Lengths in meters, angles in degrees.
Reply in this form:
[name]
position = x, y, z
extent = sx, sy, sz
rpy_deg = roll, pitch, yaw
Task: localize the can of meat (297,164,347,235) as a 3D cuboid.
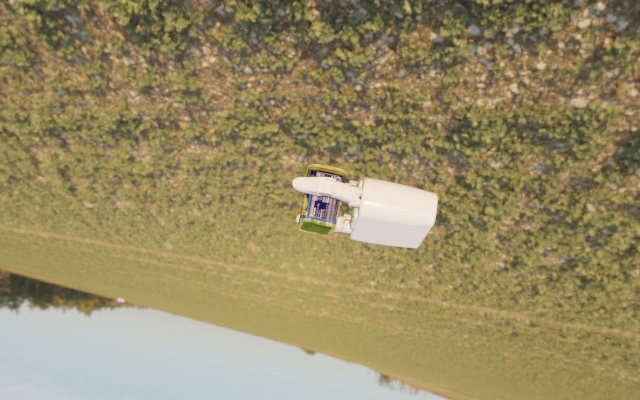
[can of meat]
position = 0.000, 0.003, 0.706
extent = 0.057, 0.084, 0.102
rpy_deg = 11, -12, -4
